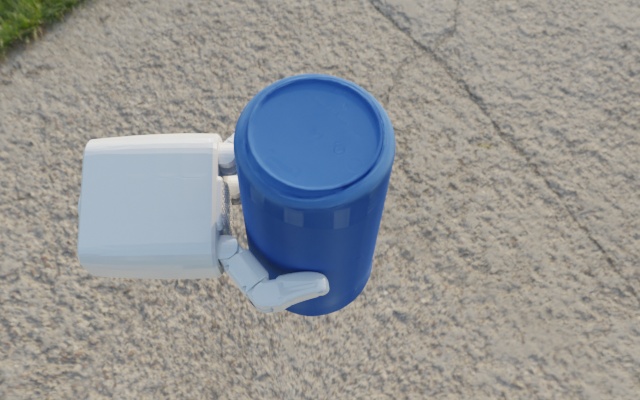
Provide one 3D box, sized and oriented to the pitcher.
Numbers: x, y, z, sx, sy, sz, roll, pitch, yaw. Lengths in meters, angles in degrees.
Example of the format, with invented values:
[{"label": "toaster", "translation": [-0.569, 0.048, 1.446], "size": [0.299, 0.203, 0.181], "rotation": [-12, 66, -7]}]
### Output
[{"label": "pitcher", "translation": [0.000, 0.001, 0.419], "size": [0.145, 0.149, 0.243], "rotation": [0, -26, -2]}]
